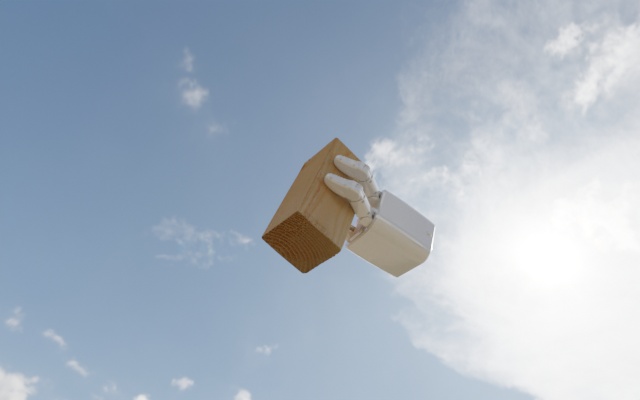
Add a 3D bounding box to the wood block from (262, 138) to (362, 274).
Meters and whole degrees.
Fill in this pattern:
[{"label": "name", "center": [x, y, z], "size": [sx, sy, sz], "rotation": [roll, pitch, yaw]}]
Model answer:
[{"label": "wood block", "center": [0.000, 0.003, 0.760], "size": [0.091, 0.090, 0.206], "rotation": [-37, 17, 37]}]
